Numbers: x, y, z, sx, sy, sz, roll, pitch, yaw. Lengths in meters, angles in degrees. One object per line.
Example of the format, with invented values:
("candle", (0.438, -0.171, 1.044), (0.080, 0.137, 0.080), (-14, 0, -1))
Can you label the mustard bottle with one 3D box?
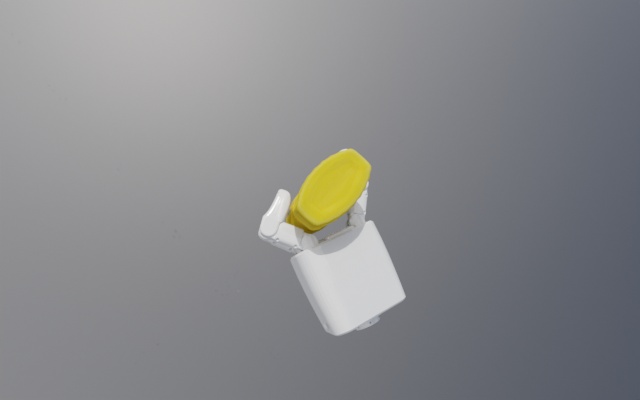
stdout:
("mustard bottle", (0.000, 0.002, 0.596), (0.058, 0.096, 0.192), (41, -14, 0))
